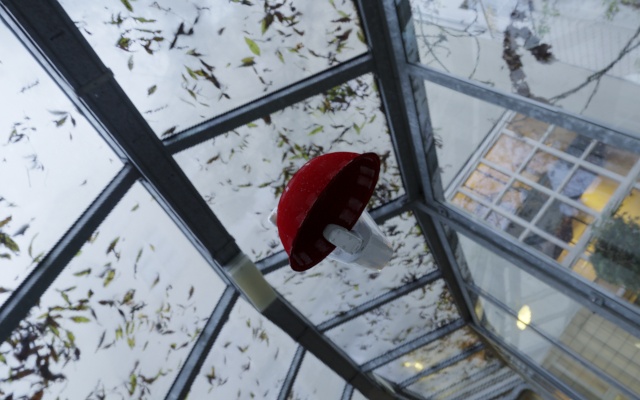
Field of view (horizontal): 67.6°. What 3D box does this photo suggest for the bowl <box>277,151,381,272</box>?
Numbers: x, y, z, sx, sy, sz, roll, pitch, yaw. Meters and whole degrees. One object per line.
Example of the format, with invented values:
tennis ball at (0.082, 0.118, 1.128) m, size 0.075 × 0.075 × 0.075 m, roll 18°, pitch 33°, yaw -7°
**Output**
bowl at (0.000, 0.001, 0.550) m, size 0.055 × 0.162 × 0.162 m, roll 35°, pitch 14°, yaw 20°
